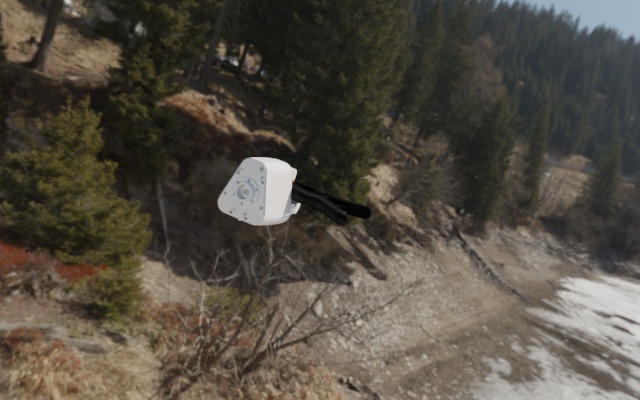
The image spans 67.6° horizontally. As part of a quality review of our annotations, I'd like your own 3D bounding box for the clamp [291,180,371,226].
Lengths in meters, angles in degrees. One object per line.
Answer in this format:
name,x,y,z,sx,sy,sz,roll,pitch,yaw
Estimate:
clamp,0.000,0.002,0.868,0.171,0.039,0.120,19,8,17
